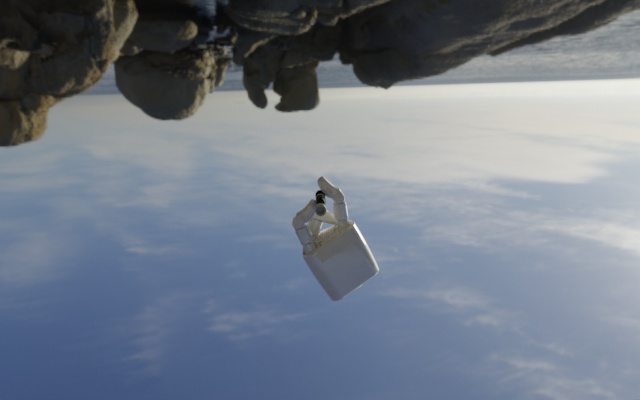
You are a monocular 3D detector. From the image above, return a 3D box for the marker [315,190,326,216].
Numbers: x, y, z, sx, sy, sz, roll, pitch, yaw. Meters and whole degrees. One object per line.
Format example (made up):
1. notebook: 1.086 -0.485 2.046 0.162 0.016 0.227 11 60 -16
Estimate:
1. marker: 0.000 0.003 0.823 0.020 0.020 0.121 0 13 0
